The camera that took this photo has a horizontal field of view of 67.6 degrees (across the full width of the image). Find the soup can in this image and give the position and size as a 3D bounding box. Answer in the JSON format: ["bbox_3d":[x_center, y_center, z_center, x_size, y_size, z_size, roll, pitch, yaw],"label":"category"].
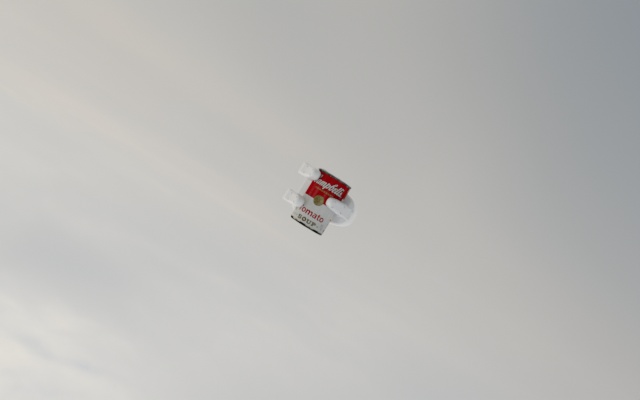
[{"bbox_3d":[0.000,0.003,0.853,0.068,0.102,0.068,32,0,0],"label":"soup can"}]
